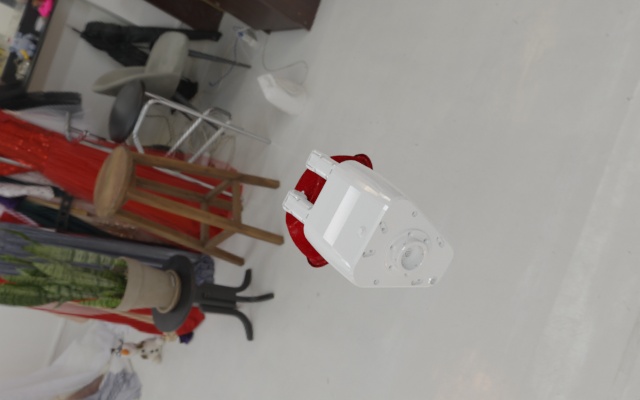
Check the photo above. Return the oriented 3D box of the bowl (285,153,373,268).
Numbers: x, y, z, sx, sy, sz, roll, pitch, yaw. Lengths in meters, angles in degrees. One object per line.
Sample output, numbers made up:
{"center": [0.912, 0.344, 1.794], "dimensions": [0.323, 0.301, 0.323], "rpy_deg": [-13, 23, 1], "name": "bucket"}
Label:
{"center": [-0.001, 0.002, 0.616], "dimensions": [0.055, 0.162, 0.162], "rpy_deg": [25, -9, -19], "name": "bowl"}
